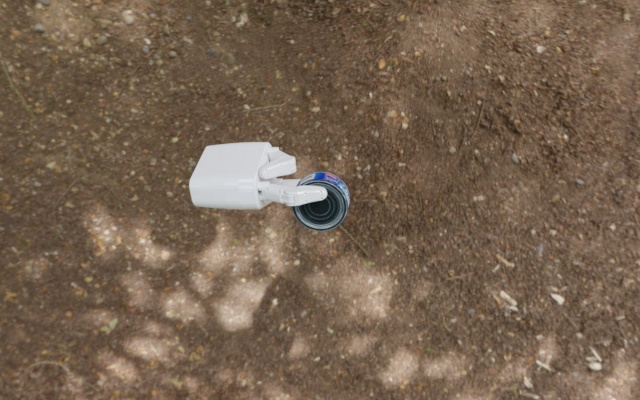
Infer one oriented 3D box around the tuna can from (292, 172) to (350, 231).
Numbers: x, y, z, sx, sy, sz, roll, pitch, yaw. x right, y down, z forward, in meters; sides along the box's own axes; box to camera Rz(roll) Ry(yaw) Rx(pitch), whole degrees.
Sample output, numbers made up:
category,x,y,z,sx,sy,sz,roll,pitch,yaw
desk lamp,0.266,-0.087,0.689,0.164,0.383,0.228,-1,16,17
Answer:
category,x,y,z,sx,sy,sz,roll,pitch,yaw
tuna can,0.000,0.003,0.714,0.086,0.086,0.033,0,24,7
